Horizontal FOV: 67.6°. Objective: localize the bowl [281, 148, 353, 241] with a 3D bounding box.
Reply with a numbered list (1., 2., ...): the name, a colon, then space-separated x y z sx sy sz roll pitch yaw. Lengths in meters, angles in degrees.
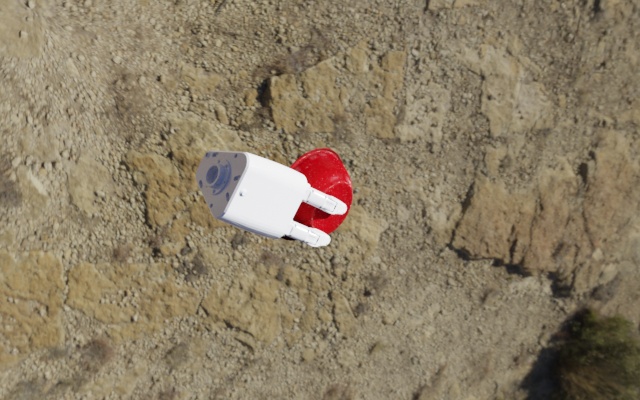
1. bowl: 0.001 0.003 0.747 0.055 0.162 0.162 30 18 35
